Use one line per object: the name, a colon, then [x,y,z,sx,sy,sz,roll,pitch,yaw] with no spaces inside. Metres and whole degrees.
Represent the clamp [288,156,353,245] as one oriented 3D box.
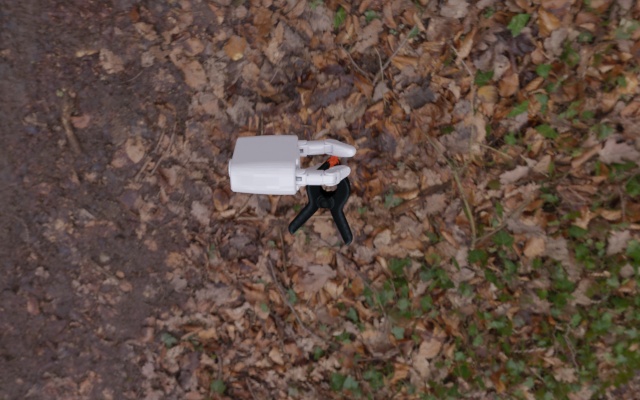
clamp: [0.000,0.003,0.855,0.120,0.171,0.039,0,25,1]
